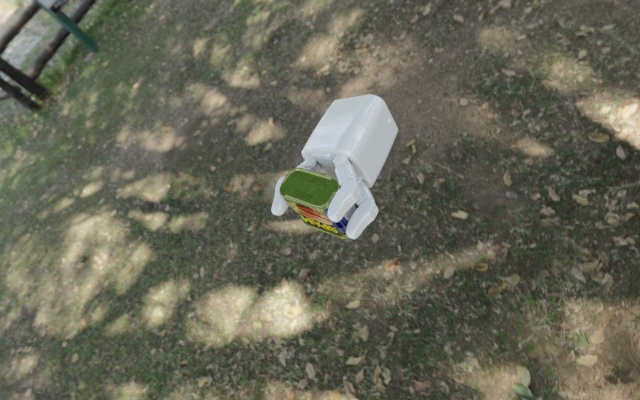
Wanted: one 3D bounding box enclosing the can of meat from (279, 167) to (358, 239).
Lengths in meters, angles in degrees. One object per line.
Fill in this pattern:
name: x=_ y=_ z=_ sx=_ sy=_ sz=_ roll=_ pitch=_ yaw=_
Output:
can of meat: x=0.000 y=0.002 z=0.689 sx=0.102 sy=0.057 sz=0.084 roll=19 pitch=-20 yaw=37
